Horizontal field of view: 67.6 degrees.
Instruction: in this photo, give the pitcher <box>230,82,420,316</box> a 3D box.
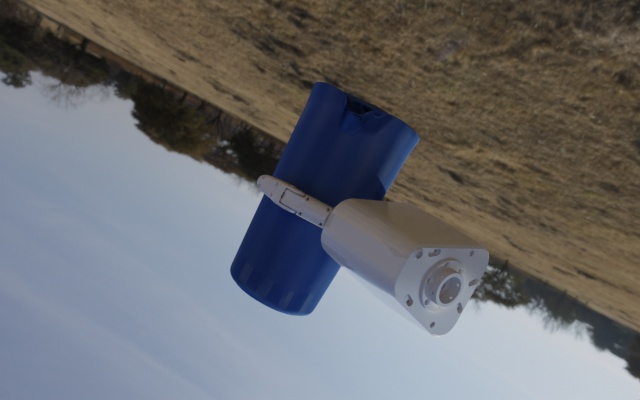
[{"bbox_3d":[0.000,0.002,0.552,0.149,0.243,0.145,26,3,-39],"label":"pitcher"}]
